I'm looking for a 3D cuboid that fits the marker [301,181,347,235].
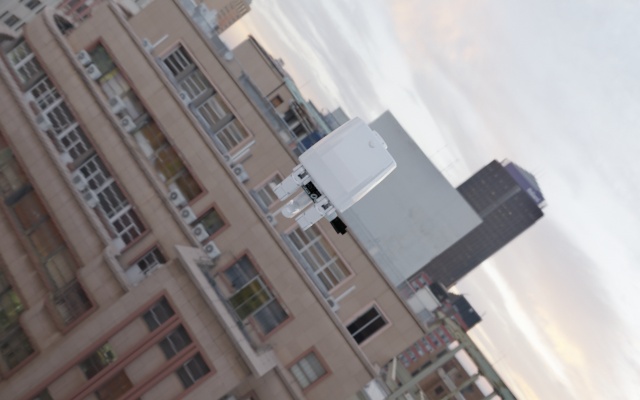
[{"bbox_3d":[0.000,0.002,0.725,0.020,0.121,0.020,-38,1,1],"label":"marker"}]
